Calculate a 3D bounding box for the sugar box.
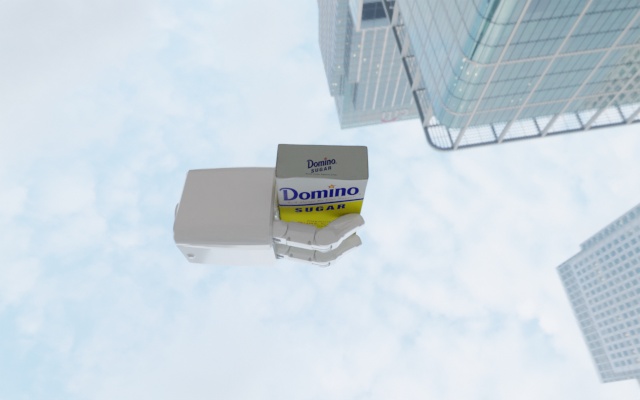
[{"bbox_3d":[0.000,0.002,0.542,0.093,0.048,0.176,1,-25,0],"label":"sugar box"}]
